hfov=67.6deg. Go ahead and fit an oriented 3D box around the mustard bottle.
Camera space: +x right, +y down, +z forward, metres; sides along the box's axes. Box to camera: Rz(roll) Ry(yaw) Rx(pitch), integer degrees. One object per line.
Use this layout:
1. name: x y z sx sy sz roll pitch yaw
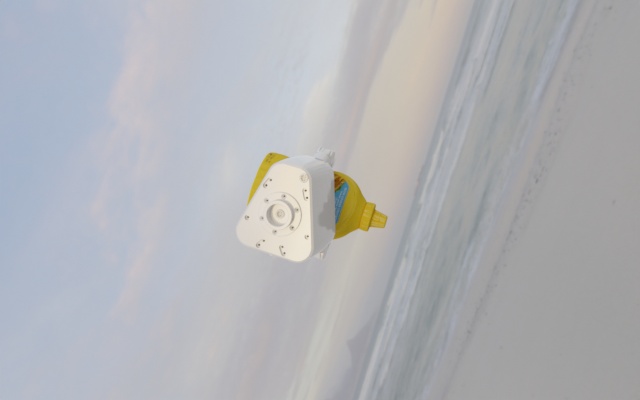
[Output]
1. mustard bottle: 0.000 0.002 0.672 0.191 0.096 0.058 17 -14 10
